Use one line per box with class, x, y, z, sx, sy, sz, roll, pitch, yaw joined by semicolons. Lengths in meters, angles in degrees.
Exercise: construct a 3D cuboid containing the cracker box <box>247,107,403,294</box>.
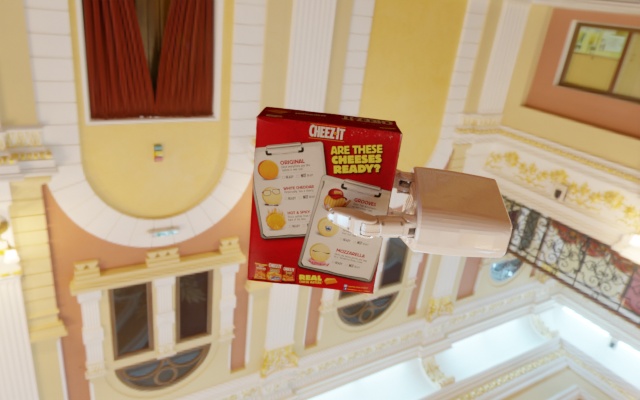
cracker box;0.000;0.002;0.590;0.164;0.214;0.072;6;23;-1
